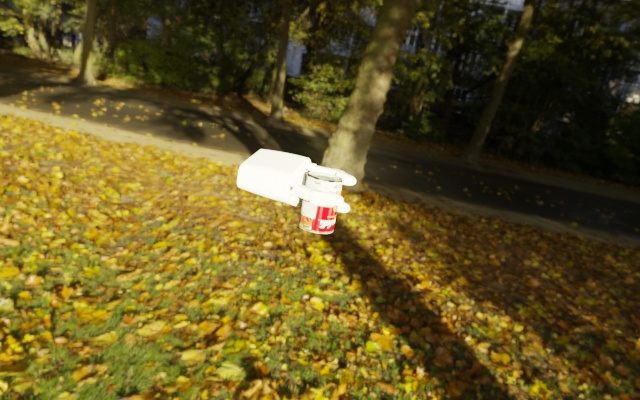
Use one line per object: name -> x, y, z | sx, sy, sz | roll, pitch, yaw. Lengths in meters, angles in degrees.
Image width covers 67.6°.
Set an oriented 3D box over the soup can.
soup can -> 0.001, 0.003, 0.889 | 0.068, 0.102, 0.068 | 10, 14, -2
